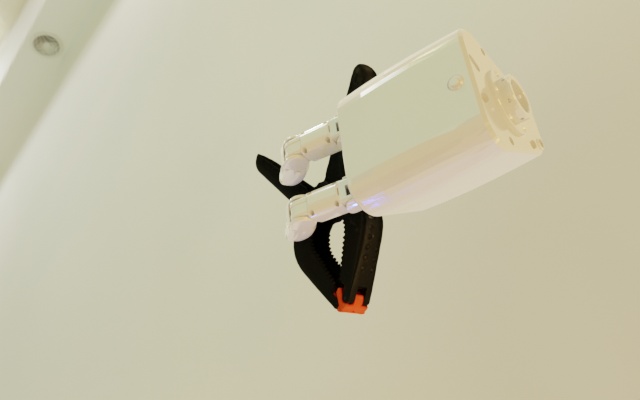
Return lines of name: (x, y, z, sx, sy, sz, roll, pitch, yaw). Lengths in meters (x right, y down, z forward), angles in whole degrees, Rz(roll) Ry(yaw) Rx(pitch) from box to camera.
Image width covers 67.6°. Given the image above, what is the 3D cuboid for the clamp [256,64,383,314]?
clamp: (0.001, 0.002, 0.430, 0.036, 0.210, 0.164, 16, -33, -40)
